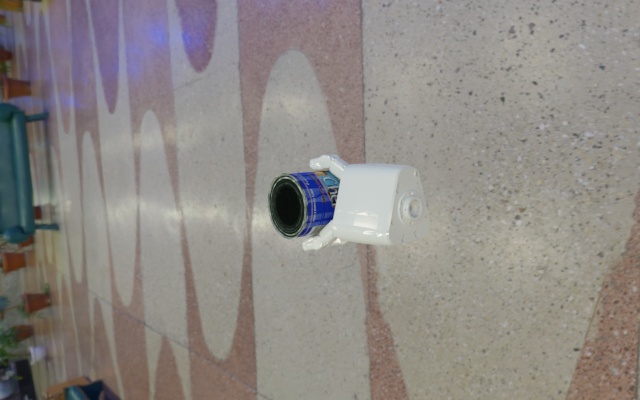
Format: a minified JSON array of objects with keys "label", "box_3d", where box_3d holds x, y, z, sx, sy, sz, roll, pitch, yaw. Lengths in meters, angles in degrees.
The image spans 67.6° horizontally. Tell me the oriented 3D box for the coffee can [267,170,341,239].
[{"label":"coffee can","box_3d":[0.000,0.002,0.778,0.140,0.103,0.103,-7,5,-40]}]
